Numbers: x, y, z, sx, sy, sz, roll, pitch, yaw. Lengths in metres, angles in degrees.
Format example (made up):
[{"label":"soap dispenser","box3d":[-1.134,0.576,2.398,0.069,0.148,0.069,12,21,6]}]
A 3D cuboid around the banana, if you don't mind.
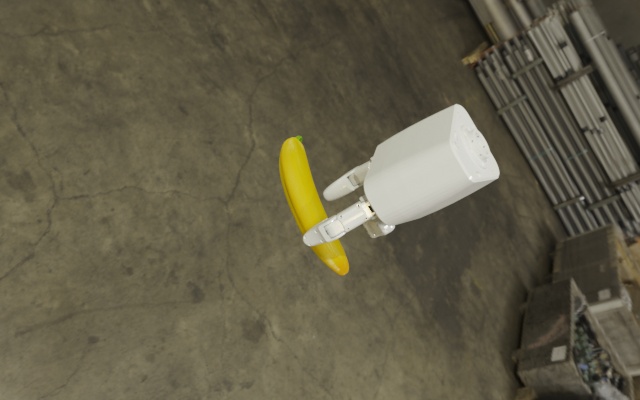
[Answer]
[{"label":"banana","box3d":[-0.013,-0.002,0.588,0.037,0.197,0.069,-29,-20,35]}]
